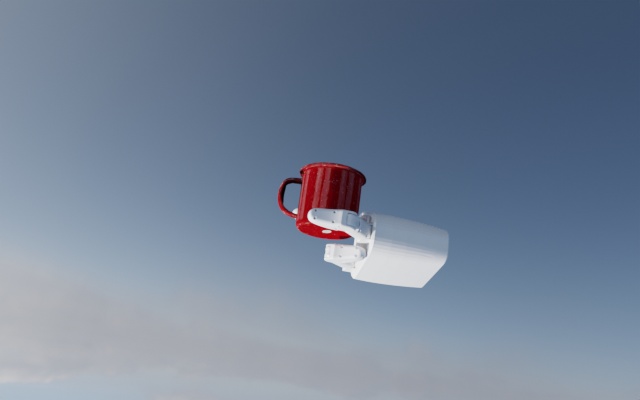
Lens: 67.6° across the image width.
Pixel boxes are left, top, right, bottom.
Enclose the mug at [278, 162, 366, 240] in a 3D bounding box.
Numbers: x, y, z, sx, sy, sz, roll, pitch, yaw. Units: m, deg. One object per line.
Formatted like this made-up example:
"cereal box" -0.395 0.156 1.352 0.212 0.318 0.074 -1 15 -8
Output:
"mug" -0.001 0.002 0.647 0.117 0.081 0.093 10 -19 -6
